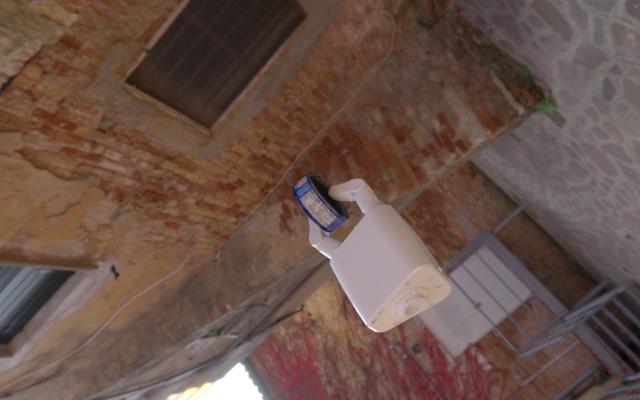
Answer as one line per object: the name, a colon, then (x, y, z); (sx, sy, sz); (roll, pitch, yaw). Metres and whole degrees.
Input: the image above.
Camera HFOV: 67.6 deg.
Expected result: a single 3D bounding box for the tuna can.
tuna can: (0.000, 0.002, 0.661); (0.034, 0.086, 0.086); (-40, -11, 13)
